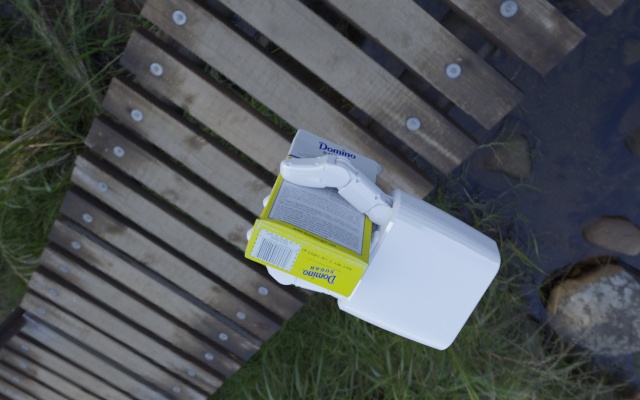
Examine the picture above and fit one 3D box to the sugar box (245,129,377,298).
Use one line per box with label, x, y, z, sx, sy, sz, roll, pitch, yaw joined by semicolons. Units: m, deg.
sugar box;0.000;0.002;0.440;0.093;0.048;0.176;23;30;-5
